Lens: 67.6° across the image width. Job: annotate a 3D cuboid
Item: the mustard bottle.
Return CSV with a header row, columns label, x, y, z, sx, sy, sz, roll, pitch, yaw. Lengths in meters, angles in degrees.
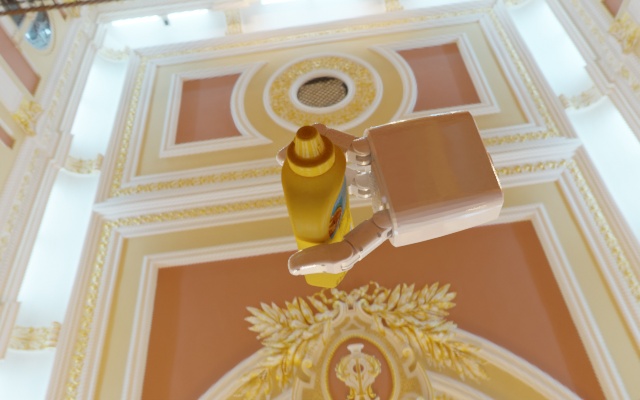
label,x,y,z,sx,sy,sz,roll,pitch,yaw
mustard bottle,0.000,0.002,0.463,0.058,0.096,0.192,7,-35,12
